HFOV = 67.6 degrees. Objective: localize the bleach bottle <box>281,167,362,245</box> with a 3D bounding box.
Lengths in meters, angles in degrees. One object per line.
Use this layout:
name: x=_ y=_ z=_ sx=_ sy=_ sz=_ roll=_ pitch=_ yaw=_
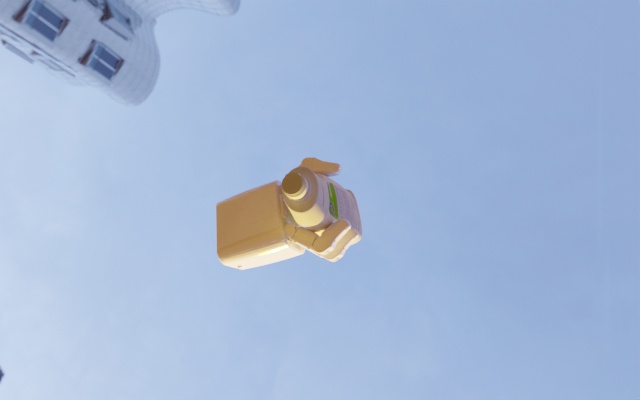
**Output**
bleach bottle: x=0.000 y=0.002 z=0.700 sx=0.068 sy=0.102 sz=0.251 roll=-17 pitch=-19 yaw=13
